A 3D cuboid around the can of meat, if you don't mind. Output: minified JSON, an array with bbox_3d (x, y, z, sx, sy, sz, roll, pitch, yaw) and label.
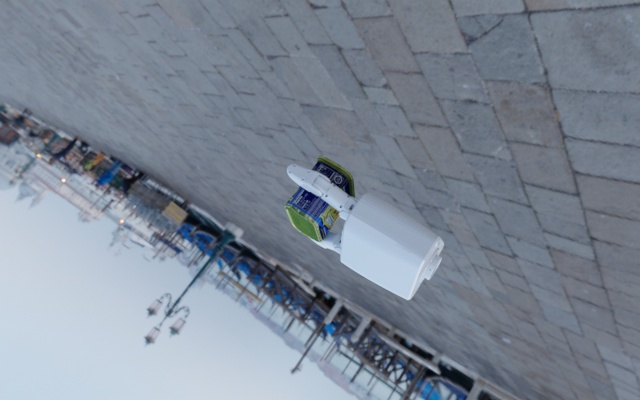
[{"bbox_3d":[0.000,0.002,0.650,0.057,0.084,0.102,31,-16,17],"label":"can of meat"}]
